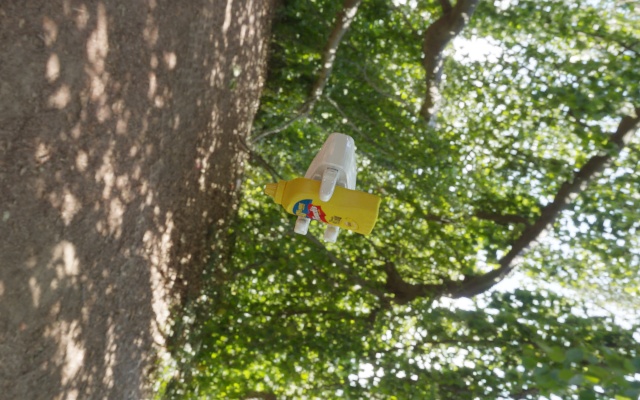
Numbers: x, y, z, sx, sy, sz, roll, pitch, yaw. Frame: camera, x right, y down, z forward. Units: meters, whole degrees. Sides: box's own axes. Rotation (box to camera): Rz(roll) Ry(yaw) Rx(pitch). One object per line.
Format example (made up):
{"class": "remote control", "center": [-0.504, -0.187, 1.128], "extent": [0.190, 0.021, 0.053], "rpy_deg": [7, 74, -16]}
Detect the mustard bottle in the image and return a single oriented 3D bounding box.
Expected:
{"class": "mustard bottle", "center": [0.000, 0.003, 0.804], "extent": [0.191, 0.058, 0.096], "rpy_deg": [15, -24, 1]}
